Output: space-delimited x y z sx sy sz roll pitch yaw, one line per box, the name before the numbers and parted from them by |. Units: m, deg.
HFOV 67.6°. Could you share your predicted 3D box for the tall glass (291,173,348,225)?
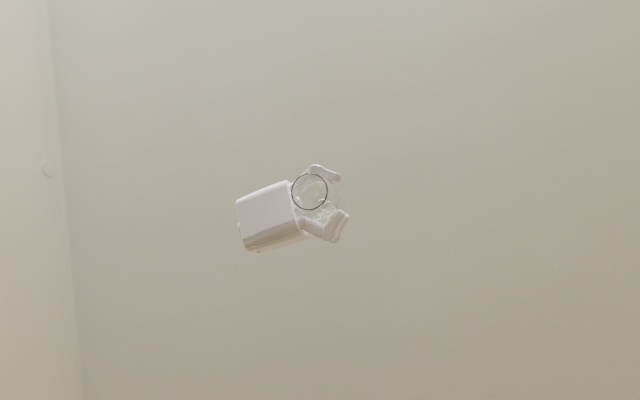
tall glass | 0.000 0.003 0.871 0.079 0.079 0.201 0 -10 11
